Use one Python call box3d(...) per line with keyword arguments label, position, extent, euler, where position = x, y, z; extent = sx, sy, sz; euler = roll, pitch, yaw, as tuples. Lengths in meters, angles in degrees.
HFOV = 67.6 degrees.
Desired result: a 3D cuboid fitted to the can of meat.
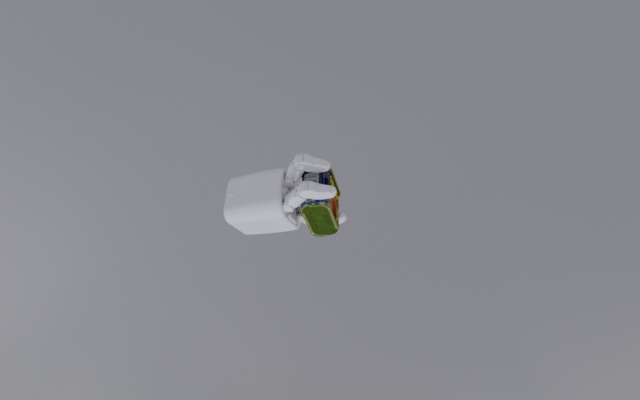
box3d(label="can of meat", position=(0.000, 0.003, 0.833), extent=(0.057, 0.084, 0.102), euler=(-7, -37, 12))
